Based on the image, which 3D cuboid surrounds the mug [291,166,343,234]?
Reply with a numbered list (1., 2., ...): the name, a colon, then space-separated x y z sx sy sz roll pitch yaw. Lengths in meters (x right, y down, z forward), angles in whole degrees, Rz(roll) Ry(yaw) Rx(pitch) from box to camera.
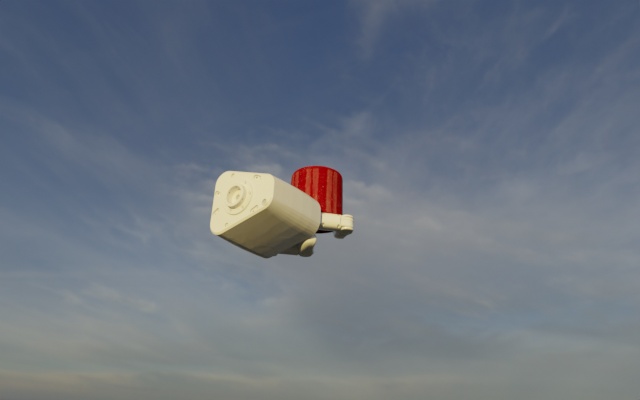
1. mug: 0.001 0.003 0.753 0.093 0.081 0.117 -13 -27 30
